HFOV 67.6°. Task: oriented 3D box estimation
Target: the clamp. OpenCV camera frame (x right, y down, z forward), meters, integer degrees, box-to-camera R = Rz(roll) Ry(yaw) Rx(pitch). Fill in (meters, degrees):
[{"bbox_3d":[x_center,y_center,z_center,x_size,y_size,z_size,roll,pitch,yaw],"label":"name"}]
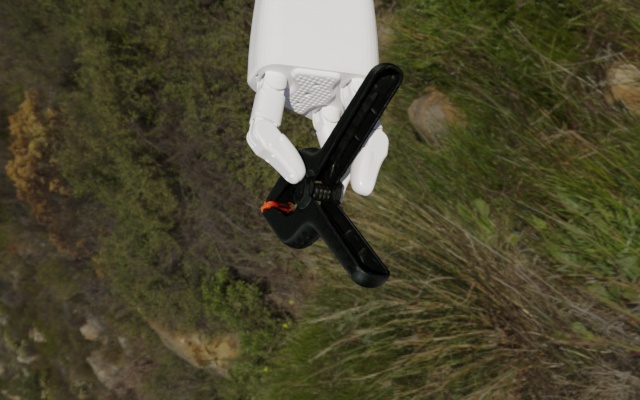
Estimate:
[{"bbox_3d":[-0.001,0.001,0.408,0.036,0.164,0.210,14,-22,-26],"label":"clamp"}]
